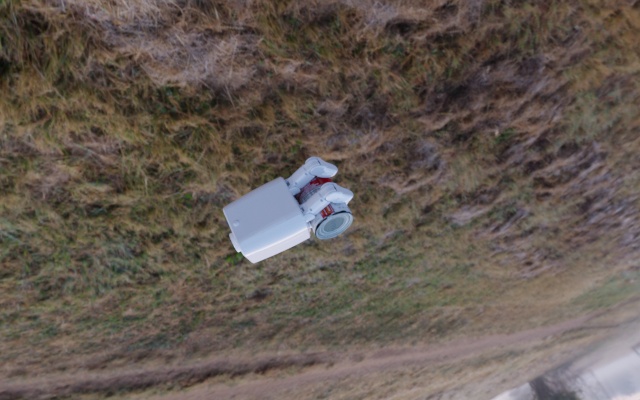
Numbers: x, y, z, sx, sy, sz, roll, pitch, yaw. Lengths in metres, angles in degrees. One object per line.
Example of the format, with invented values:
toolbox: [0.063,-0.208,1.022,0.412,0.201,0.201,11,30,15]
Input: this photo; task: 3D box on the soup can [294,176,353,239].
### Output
soup can: [0.001,0.003,0.765,0.068,0.102,0.069,-21,-32,-14]
